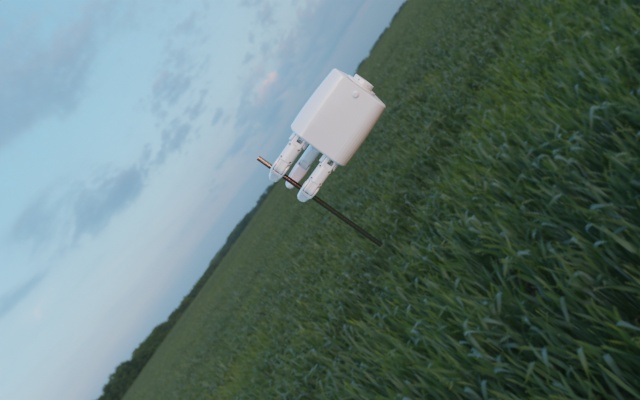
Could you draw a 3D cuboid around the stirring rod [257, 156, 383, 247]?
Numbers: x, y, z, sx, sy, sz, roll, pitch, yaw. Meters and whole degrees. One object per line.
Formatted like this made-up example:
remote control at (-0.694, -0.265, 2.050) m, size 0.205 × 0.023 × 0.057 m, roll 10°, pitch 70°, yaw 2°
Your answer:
stirring rod at (0.000, 0.002, 0.758) m, size 0.239 × 0.011 × 0.011 m, roll 35°, pitch -4°, yaw -5°
